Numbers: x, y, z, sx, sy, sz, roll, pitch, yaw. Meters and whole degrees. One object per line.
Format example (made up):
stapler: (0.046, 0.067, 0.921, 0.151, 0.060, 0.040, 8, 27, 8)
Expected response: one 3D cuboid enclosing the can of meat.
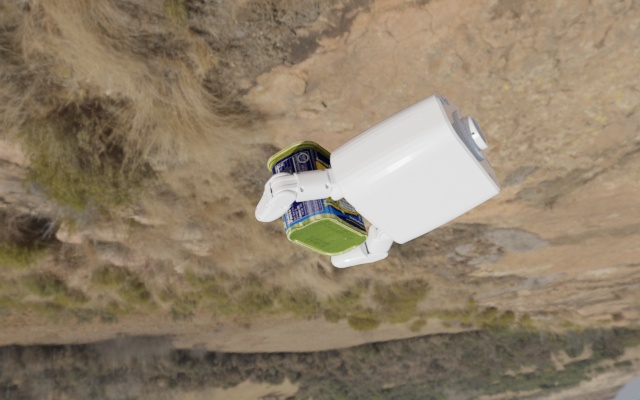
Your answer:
can of meat: (0.000, 0.002, 0.476, 0.057, 0.084, 0.102, -27, -30, 23)
